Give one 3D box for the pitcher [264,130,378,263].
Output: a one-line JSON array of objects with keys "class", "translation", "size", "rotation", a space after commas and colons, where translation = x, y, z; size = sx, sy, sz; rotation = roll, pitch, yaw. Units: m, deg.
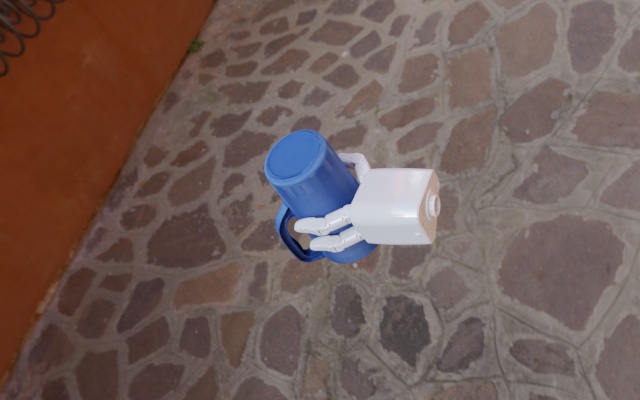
[{"class": "pitcher", "translation": [0.000, 0.003, 0.805], "size": [0.145, 0.149, 0.243], "rotation": [0, -33, 30]}]
